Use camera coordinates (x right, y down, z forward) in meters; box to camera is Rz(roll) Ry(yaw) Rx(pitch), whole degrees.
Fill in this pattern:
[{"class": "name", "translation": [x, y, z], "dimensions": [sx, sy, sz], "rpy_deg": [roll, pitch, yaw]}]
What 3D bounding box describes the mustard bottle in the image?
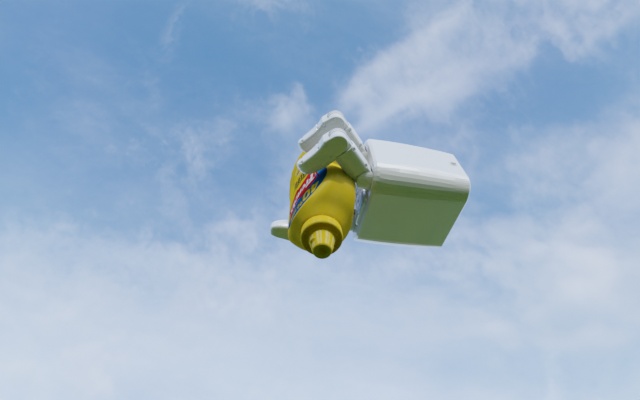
[{"class": "mustard bottle", "translation": [0.000, 0.001, 0.523], "dimensions": [0.058, 0.096, 0.191], "rpy_deg": [30, 24, -17]}]
